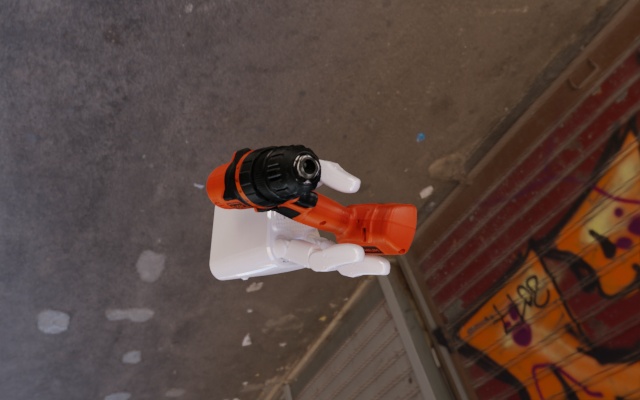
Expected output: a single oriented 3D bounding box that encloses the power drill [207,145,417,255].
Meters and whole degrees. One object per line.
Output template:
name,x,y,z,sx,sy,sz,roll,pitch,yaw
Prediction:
power drill,0.000,0.002,0.459,0.188,0.057,0.184,22,-13,-28
